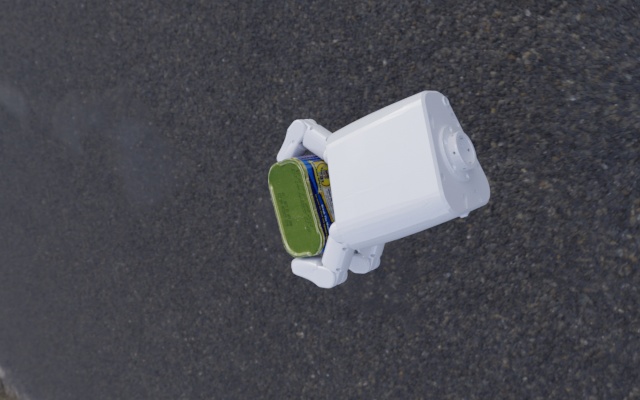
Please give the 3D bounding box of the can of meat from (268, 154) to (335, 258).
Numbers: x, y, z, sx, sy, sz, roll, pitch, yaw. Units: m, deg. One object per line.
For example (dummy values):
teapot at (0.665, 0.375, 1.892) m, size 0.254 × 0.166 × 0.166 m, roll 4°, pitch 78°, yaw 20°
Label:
can of meat at (0.000, 0.002, 0.487) m, size 0.057 × 0.102 × 0.084 m, roll -16°, pitch -1°, yaw 41°
